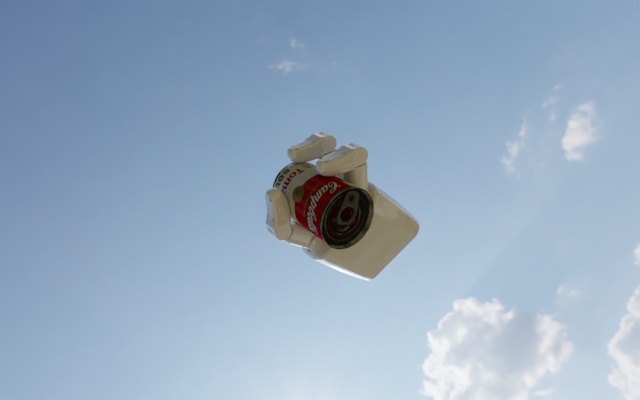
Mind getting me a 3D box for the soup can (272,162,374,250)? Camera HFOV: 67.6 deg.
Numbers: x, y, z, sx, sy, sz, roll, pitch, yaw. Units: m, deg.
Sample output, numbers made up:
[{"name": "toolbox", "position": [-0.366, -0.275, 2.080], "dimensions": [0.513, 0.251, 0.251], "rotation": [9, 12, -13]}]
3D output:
[{"name": "soup can", "position": [0.000, 0.002, 0.522], "dimensions": [0.068, 0.068, 0.102], "rotation": [0, 20, -37]}]
